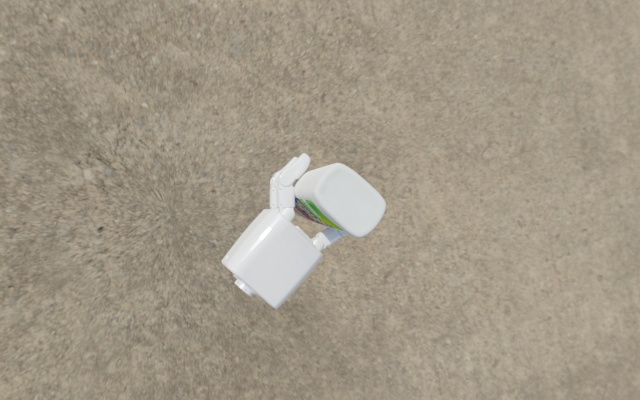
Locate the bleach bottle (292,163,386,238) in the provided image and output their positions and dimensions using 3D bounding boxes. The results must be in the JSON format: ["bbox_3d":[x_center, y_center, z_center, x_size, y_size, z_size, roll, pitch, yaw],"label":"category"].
[{"bbox_3d":[0.000,0.002,0.723,0.102,0.068,0.251,42,-13,-12],"label":"bleach bottle"}]
